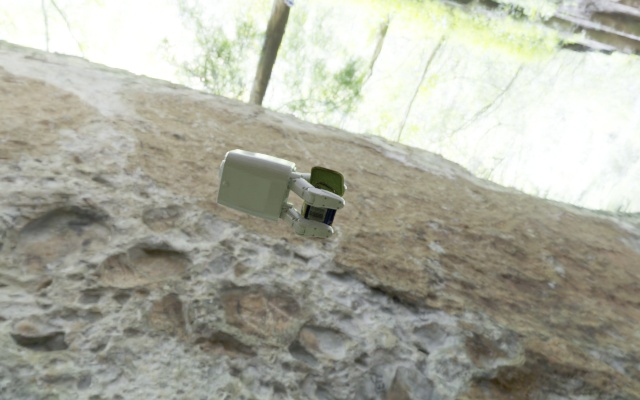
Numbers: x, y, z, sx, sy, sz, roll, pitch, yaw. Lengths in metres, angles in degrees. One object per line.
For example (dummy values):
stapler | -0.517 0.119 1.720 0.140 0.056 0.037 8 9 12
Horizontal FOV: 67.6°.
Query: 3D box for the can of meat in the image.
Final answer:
can of meat | 0.000 0.003 0.796 0.057 0.084 0.102 15 25 -5
